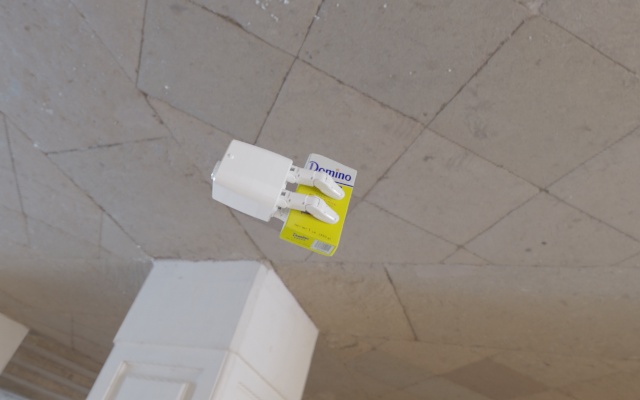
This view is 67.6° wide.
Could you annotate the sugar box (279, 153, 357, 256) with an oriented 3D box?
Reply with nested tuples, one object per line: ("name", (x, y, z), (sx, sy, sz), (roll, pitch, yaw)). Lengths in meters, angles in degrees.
("sugar box", (0.000, 0.002, 0.819), (0.093, 0.176, 0.048), (22, -38, -7))
